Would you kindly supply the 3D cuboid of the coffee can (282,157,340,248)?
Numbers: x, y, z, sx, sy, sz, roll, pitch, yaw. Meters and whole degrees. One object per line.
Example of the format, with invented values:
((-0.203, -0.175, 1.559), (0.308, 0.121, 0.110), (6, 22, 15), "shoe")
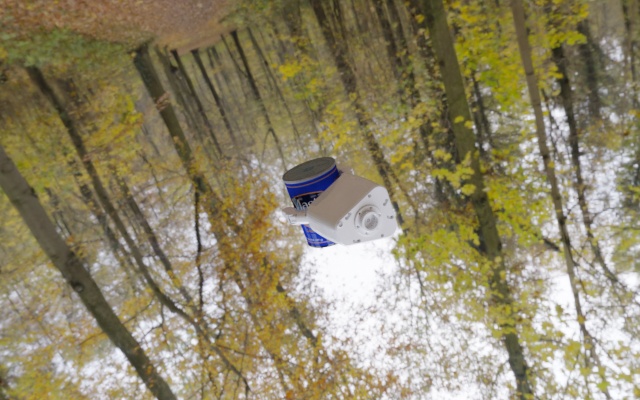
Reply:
((0.000, 0.003, 0.892), (0.103, 0.140, 0.102), (-18, 20, 7), "coffee can")
